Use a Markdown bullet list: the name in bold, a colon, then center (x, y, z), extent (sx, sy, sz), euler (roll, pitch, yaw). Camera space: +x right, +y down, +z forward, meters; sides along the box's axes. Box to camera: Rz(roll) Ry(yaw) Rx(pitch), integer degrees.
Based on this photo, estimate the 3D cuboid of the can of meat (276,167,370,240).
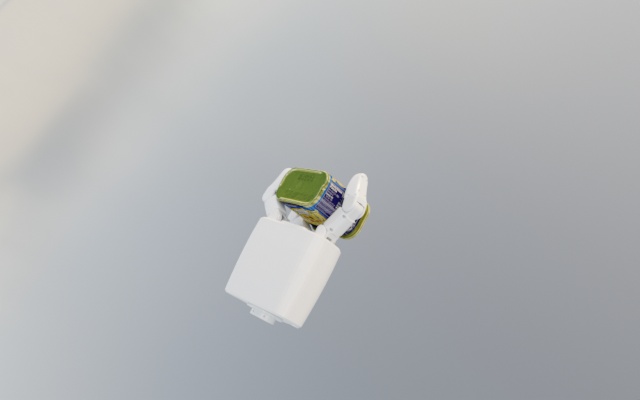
- **can of meat**: center (0.000, 0.002, 0.631), extent (0.084, 0.057, 0.102), euler (38, -16, -34)
